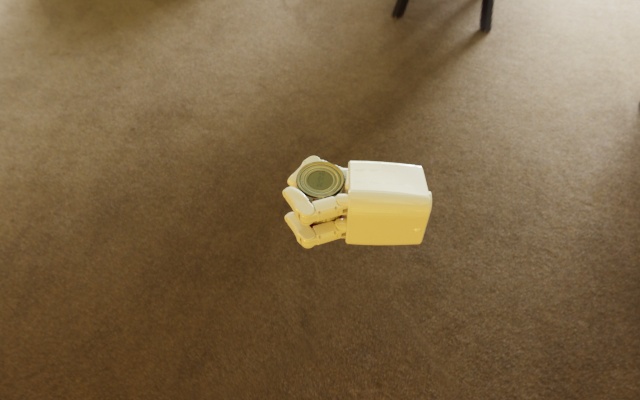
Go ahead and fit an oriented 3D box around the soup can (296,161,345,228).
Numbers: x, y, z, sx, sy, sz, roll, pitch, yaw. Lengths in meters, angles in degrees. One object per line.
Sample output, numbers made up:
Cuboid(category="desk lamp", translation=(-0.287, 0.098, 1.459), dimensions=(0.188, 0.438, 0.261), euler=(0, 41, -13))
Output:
Cuboid(category="soup can", translation=(0.000, 0.002, 0.679), dimensions=(0.068, 0.068, 0.102), euler=(0, -39, 0))
